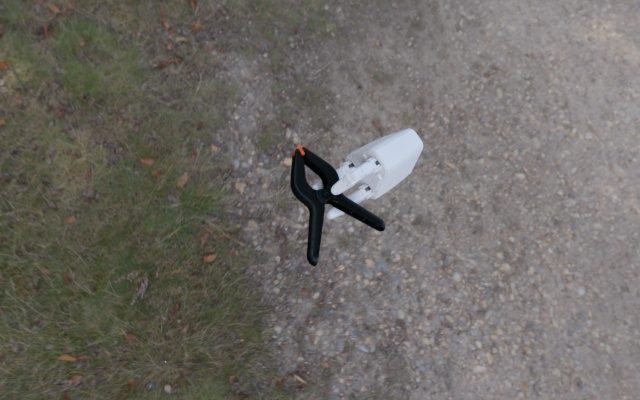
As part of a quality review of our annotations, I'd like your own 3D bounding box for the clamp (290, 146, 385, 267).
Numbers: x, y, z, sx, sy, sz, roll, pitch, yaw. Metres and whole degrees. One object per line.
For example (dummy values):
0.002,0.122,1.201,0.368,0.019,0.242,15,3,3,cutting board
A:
0.000,0.002,0.839,0.164,0.210,0.036,-32,-6,-30,clamp
